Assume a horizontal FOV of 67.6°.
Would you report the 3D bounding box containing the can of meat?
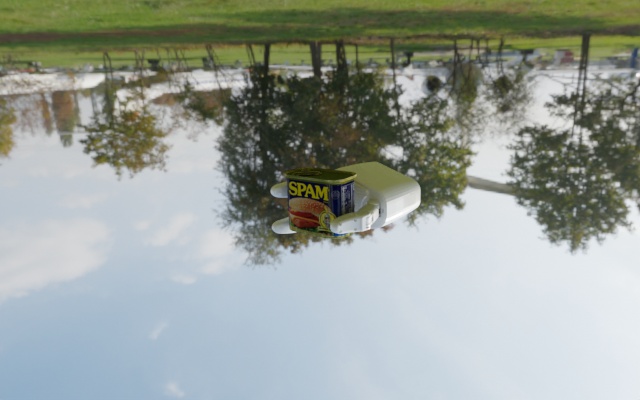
[{"bbox_3d":[0.000,0.003,0.667,0.102,0.084,0.057,10,20,36],"label":"can of meat"}]
